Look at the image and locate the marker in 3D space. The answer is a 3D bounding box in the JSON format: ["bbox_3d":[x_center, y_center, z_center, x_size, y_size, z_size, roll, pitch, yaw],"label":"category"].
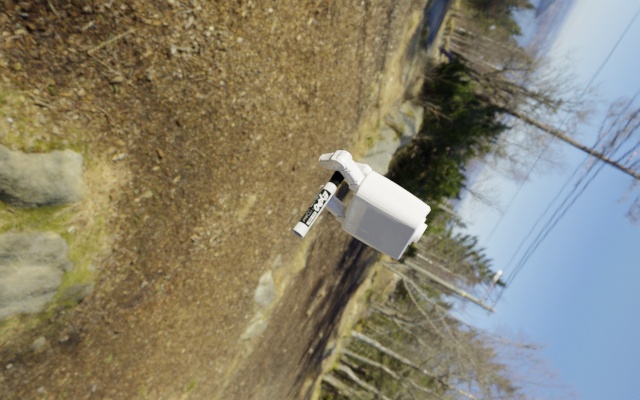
[{"bbox_3d":[0.000,0.002,0.703,0.020,0.121,0.020,30,-22,14],"label":"marker"}]
